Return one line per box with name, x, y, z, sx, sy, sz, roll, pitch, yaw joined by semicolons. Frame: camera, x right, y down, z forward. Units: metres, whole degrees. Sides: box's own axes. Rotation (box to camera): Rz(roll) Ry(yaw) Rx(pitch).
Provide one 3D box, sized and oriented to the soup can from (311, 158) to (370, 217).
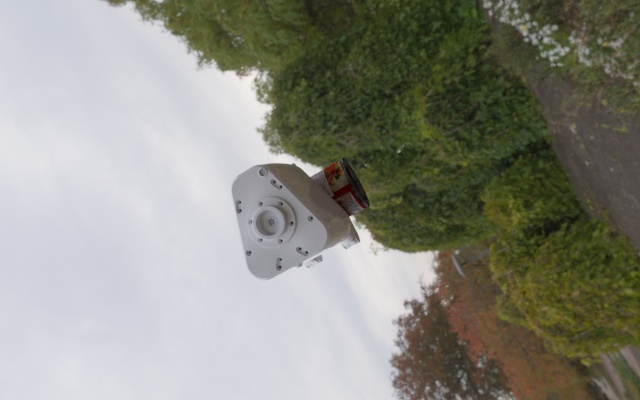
soup can;0.000;0.002;0.586;0.102;0.068;0.068;-30;-7;12
